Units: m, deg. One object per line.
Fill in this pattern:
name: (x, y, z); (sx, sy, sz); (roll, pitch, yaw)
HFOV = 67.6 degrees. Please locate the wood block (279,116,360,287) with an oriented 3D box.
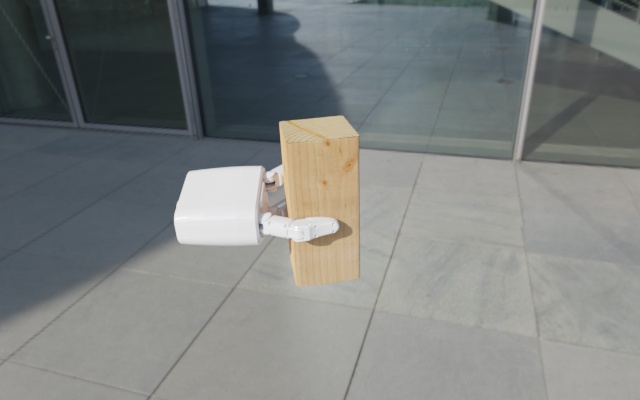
wood block: (0.000, 0.002, 0.642); (0.090, 0.206, 0.090); (-7, 27, -8)
